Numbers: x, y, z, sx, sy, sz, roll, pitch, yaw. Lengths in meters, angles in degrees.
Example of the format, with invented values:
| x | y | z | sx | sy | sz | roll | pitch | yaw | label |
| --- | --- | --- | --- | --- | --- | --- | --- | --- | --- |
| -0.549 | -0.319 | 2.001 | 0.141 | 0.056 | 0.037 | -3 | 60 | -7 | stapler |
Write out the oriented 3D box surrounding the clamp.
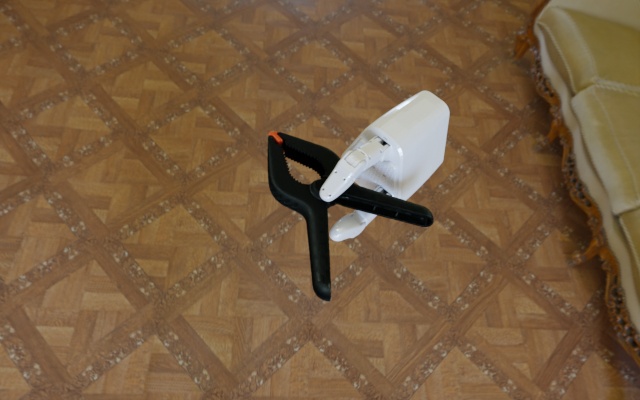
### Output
| x | y | z | sx | sy | sz | roll | pitch | yaw | label |
| --- | --- | --- | --- | --- | --- | --- | --- | --- | --- |
| 0.000 | 0.001 | 0.534 | 0.164 | 0.210 | 0.036 | -39 | -21 | -29 | clamp |
